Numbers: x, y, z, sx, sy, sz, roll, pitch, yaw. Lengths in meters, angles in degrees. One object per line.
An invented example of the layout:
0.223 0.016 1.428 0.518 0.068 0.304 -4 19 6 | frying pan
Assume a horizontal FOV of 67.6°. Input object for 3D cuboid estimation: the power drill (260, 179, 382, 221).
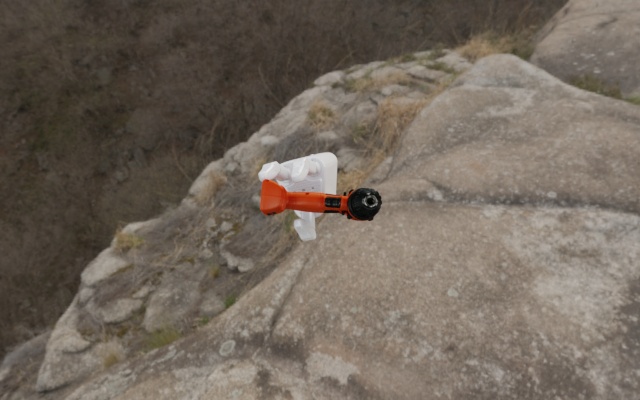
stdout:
0.000 0.002 0.770 0.187 0.057 0.184 6 -6 -2 | power drill
